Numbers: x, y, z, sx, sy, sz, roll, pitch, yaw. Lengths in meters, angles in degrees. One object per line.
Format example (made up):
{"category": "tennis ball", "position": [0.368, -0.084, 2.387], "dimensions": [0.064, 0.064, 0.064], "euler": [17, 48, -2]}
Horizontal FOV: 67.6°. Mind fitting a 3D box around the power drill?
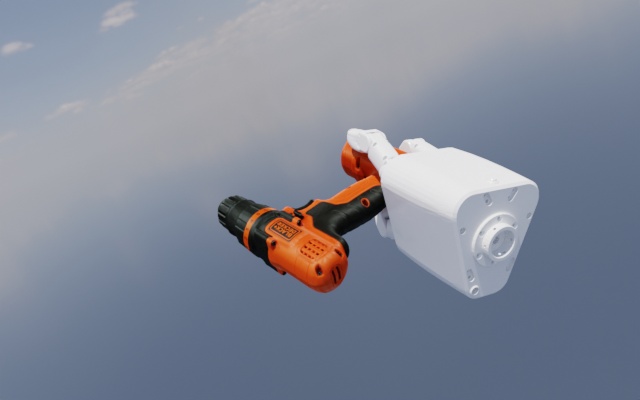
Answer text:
{"category": "power drill", "position": [0.001, 0.002, 0.521], "dimensions": [0.187, 0.057, 0.184], "euler": [-39, 45, -26]}
